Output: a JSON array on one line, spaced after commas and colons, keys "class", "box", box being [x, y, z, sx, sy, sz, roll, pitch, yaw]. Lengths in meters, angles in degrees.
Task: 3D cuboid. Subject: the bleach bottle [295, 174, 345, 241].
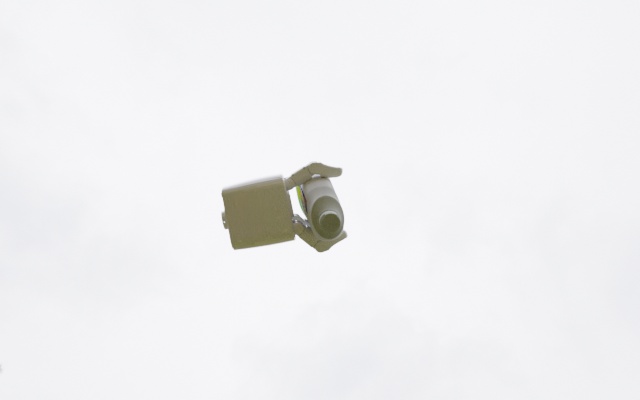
[{"class": "bleach bottle", "box": [0.000, 0.003, 0.799, 0.068, 0.102, 0.250, -11, 11, -4]}]
